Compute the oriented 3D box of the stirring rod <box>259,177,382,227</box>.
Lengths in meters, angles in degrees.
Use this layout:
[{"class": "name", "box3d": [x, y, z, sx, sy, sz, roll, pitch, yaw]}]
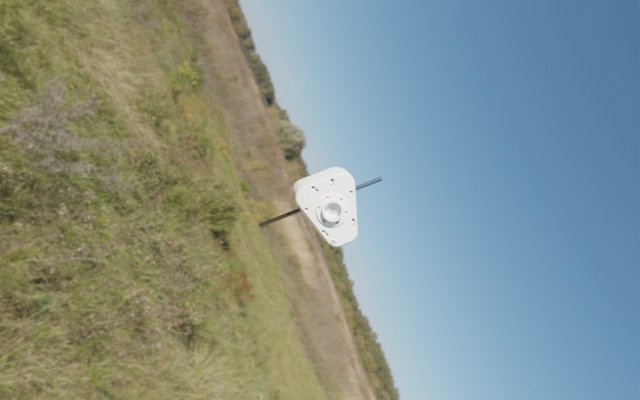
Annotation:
[{"class": "stirring rod", "box3d": [0.000, 0.003, 0.879, 0.239, 0.011, 0.011, -21, 1, -2]}]
